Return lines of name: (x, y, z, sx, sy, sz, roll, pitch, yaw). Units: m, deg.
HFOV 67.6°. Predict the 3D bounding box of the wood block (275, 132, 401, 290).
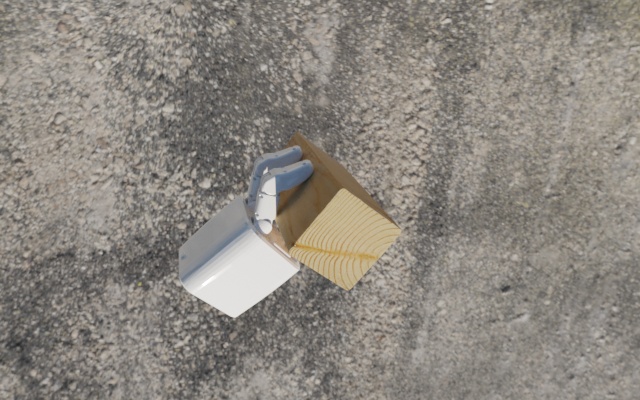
wood block: (0.000, 0.002, 0.577, 0.091, 0.090, 0.206, 36, 10, -27)
